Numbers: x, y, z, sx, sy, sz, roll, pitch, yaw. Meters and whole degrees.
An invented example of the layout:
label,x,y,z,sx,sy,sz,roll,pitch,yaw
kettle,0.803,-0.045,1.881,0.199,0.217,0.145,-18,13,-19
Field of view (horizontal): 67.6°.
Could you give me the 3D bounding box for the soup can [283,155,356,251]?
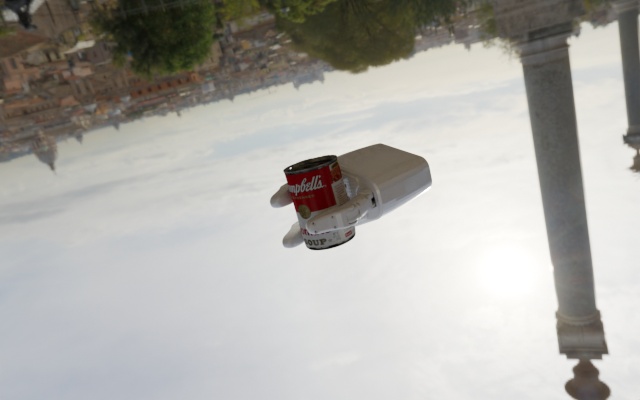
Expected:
label,x,y,z,sx,sy,sz,roll,pitch,yaw
soup can,0.000,0.002,0.589,0.068,0.102,0.068,-14,14,4
